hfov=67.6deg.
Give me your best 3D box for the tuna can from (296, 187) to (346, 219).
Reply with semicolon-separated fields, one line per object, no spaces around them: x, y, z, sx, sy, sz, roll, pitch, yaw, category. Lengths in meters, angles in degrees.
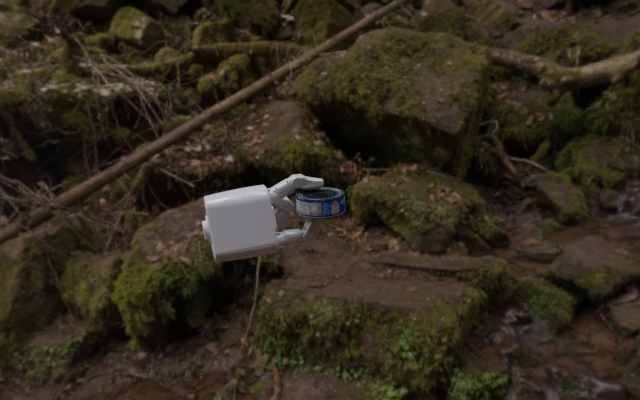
0.000;0.002;0.817;0.086;0.034;0.086;-2;16;1;tuna can
